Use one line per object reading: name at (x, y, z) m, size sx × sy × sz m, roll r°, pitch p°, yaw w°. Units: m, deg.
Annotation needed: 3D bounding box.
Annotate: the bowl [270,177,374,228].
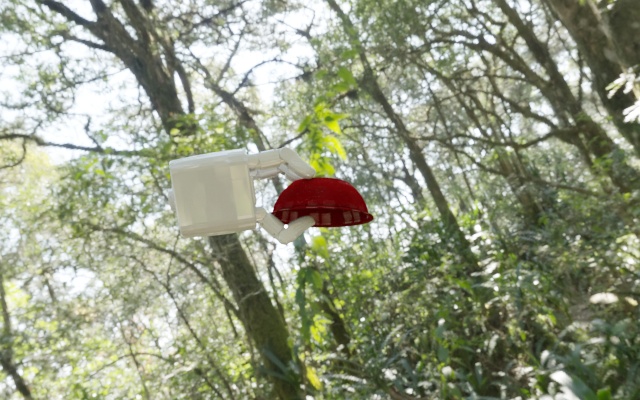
bowl at (0.001, 0.002, 0.727) m, size 0.162 × 0.055 × 0.162 m, roll 1°, pitch -13°, yaw 0°
